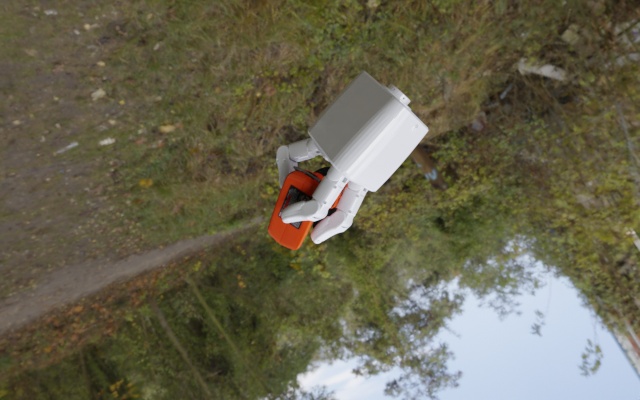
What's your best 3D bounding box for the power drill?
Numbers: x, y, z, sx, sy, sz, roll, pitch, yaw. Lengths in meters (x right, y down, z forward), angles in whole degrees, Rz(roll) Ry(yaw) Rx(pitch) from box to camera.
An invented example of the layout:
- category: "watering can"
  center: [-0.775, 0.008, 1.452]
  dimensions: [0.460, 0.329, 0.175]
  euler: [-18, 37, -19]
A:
- category: "power drill"
  center: [0.000, 0.002, 0.695]
  dimensions: [0.057, 0.184, 0.187]
  euler: [29, 28, 16]
